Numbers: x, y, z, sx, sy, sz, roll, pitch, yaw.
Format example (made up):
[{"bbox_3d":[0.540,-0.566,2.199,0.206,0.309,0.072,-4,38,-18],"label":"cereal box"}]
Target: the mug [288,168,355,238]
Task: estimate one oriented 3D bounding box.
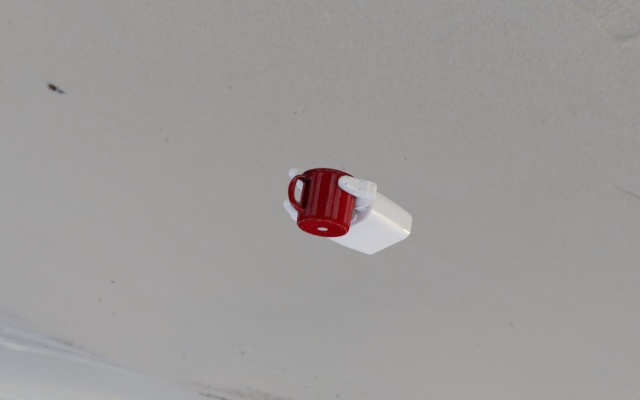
[{"bbox_3d":[-0.001,0.002,0.726,0.117,0.081,0.093,26,-27,-35],"label":"mug"}]
